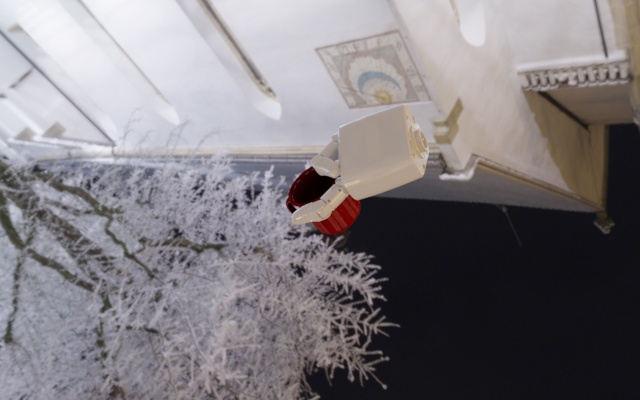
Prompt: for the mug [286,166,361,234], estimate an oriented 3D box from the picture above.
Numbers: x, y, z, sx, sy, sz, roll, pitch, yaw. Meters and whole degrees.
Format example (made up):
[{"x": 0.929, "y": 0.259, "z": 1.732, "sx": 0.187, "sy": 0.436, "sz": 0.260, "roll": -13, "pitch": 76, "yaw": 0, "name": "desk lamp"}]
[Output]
[{"x": -0.001, "y": 0.003, "z": 0.754, "sx": 0.117, "sy": 0.093, "sz": 0.081, "roll": -19, "pitch": -51, "yaw": 28, "name": "mug"}]
